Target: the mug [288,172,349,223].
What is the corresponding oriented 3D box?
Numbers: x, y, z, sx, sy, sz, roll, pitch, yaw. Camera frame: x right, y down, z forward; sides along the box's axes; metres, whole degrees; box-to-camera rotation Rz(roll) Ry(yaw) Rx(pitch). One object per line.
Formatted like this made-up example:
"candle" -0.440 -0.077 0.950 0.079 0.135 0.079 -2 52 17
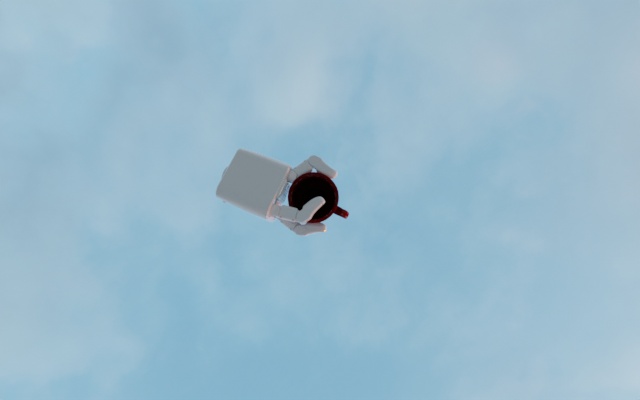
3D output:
"mug" 0.002 0.003 0.899 0.117 0.093 0.081 24 -3 5
